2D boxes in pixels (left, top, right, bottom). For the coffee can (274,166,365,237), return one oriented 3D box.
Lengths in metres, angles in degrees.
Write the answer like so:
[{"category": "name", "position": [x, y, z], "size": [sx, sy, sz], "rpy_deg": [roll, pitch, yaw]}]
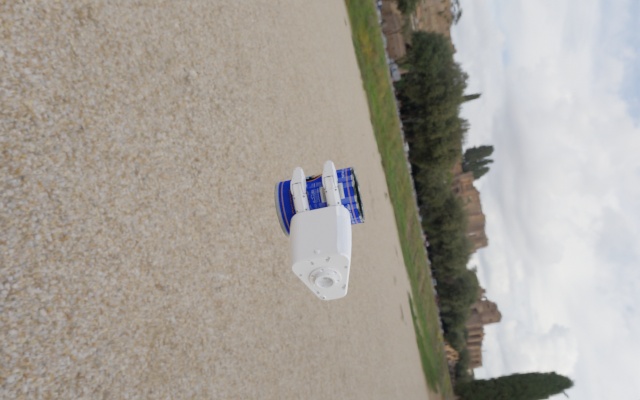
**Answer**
[{"category": "coffee can", "position": [0.000, 0.003, 0.852], "size": [0.140, 0.103, 0.103], "rpy_deg": [-12, -2, 9]}]
